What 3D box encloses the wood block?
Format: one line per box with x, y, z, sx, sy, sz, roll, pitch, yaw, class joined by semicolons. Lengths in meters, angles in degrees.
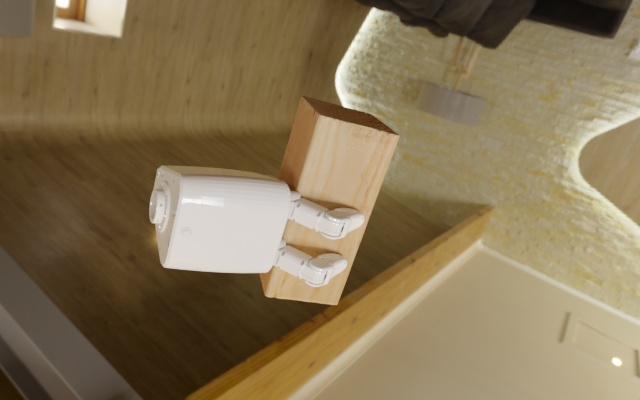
0.000;0.002;0.534;0.090;0.206;0.090;11;21;-20;wood block
